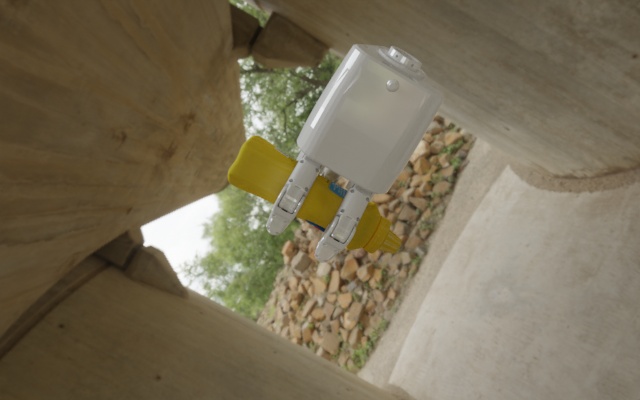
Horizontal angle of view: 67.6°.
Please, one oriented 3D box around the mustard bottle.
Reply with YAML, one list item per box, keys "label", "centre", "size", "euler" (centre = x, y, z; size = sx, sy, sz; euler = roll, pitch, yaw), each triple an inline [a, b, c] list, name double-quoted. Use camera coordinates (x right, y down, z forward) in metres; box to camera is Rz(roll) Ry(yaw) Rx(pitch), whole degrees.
- label: "mustard bottle"
  centre: [0.000, 0.002, 0.505]
  size: [0.191, 0.058, 0.096]
  euler: [29, 2, -4]
